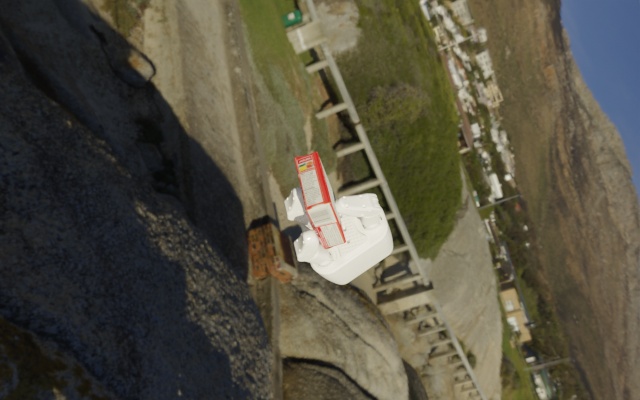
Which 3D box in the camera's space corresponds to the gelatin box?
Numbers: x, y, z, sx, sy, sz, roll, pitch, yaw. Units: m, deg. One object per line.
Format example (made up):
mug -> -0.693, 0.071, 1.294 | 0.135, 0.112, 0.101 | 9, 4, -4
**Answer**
gelatin box -> 0.000, 0.001, 0.535 | 0.030, 0.073, 0.089 | -17, -36, 4
